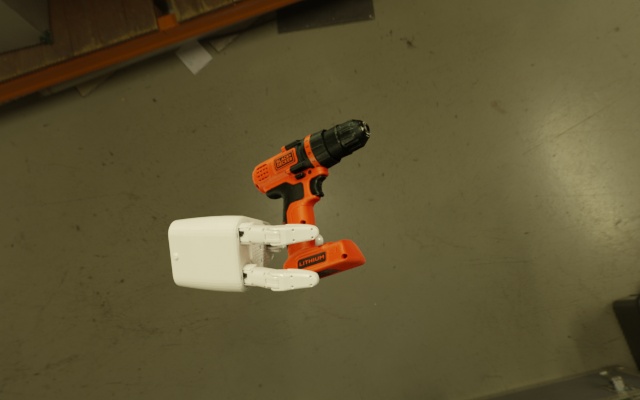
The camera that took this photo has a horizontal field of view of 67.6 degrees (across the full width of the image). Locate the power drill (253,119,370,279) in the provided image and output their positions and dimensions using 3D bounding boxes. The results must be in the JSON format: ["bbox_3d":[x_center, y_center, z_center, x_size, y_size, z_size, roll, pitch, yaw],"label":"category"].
[{"bbox_3d":[0.000,0.003,0.628,0.184,0.187,0.057,-24,-24,29],"label":"power drill"}]
